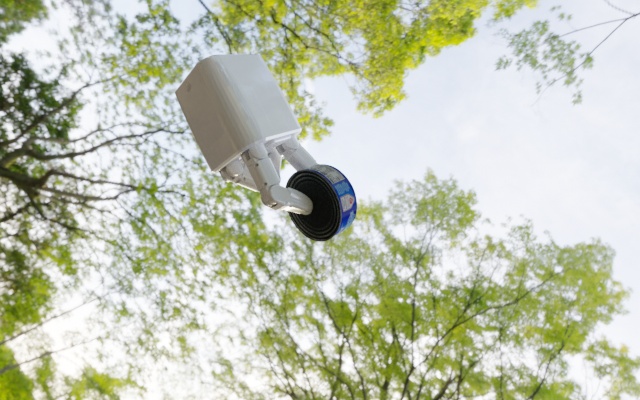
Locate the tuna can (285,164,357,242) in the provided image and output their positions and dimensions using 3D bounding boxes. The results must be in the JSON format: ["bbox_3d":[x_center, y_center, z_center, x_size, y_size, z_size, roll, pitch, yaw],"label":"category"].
[{"bbox_3d":[0.000,0.002,0.552,0.086,0.086,0.033,0,17,44],"label":"tuna can"}]
